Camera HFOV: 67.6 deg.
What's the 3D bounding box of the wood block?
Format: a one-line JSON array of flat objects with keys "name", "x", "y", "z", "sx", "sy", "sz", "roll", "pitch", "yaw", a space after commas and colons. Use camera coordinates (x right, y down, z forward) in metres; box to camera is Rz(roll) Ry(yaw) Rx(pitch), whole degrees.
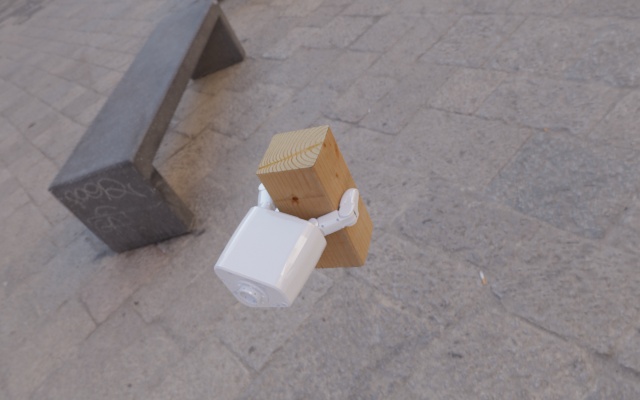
[{"name": "wood block", "x": 0.000, "y": 0.002, "z": 0.710, "sx": 0.091, "sy": 0.090, "sz": 0.206, "roll": -6, "pitch": -47, "yaw": 25}]
